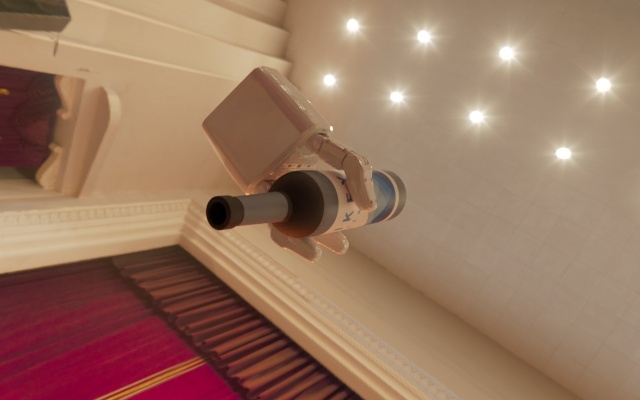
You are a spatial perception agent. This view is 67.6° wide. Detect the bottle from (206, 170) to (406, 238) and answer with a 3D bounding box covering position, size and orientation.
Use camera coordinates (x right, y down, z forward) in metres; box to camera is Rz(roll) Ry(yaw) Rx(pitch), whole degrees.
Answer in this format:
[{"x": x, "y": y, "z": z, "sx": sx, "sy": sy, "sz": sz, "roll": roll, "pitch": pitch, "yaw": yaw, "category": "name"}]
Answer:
[{"x": 0.000, "y": 0.002, "z": 0.496, "sx": 0.069, "sy": 0.069, "sz": 0.295, "roll": 0, "pitch": 3, "yaw": 33, "category": "bottle"}]
